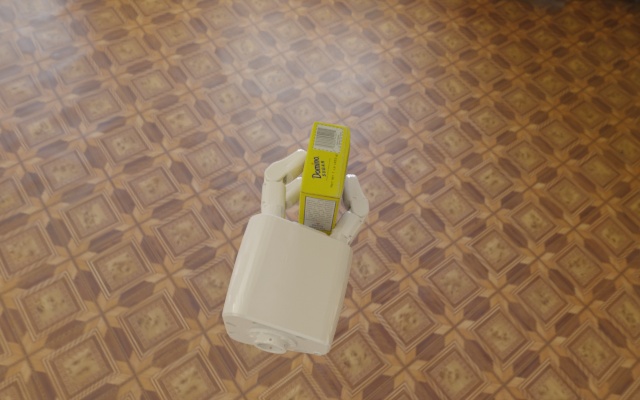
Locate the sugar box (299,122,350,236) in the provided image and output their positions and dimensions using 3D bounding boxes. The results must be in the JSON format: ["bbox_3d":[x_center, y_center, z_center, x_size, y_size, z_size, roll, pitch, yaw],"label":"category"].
[{"bbox_3d":[0.000,0.002,0.552,0.048,0.093,0.176,11,-32,-1],"label":"sugar box"}]
